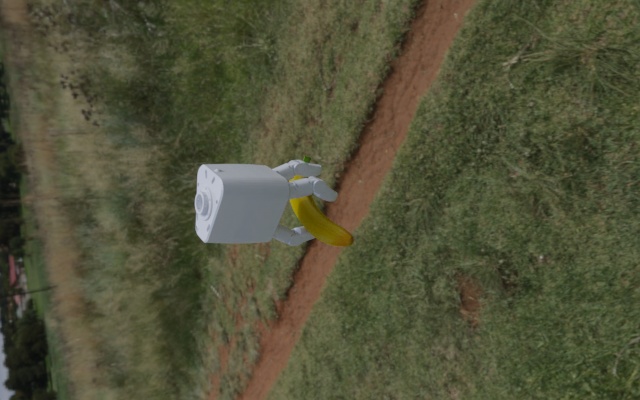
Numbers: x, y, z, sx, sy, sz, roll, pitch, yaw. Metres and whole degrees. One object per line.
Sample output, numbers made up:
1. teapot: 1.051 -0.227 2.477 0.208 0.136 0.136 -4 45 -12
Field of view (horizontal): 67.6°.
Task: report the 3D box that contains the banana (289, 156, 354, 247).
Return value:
1. banana: -0.011 0.013 0.779 0.037 0.197 0.070 8 -49 -40
